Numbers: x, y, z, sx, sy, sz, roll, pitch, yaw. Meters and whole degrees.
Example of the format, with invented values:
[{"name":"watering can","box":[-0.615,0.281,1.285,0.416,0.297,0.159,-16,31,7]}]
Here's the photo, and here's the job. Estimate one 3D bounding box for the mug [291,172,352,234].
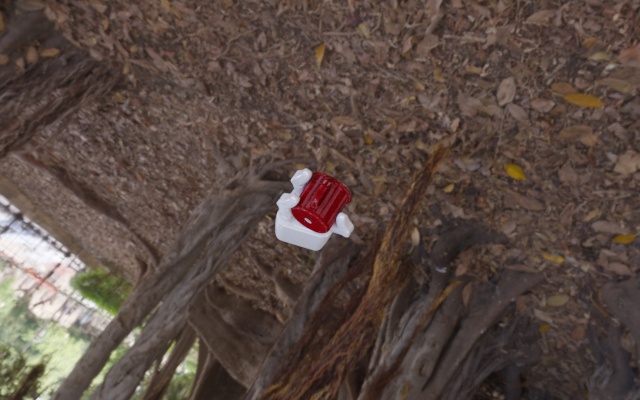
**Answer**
[{"name":"mug","box":[0.000,0.003,0.875,0.093,0.081,0.117,31,-23,6]}]
